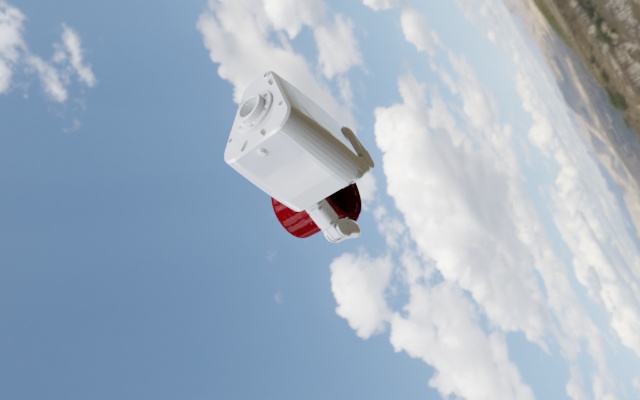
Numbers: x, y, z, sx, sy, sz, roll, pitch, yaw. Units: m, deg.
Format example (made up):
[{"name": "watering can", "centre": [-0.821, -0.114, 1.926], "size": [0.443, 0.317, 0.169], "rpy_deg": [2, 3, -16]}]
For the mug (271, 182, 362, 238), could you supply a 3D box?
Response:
[{"name": "mug", "centre": [0.001, 0.003, 0.610], "size": [0.081, 0.093, 0.117], "rpy_deg": [-29, -46, 28]}]
